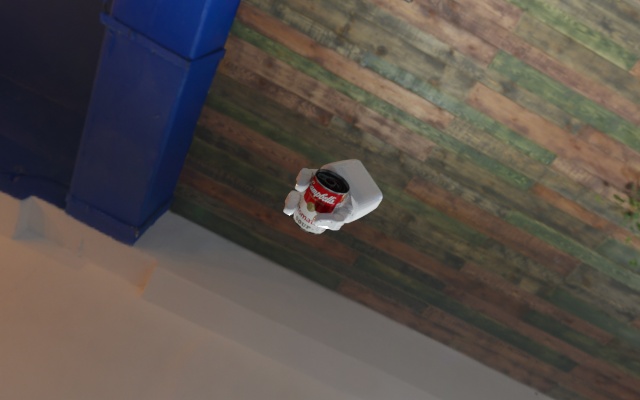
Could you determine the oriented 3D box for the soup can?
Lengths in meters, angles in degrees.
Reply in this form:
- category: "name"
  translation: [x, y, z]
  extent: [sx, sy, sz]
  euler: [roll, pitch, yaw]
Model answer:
- category: "soup can"
  translation: [0.000, 0.003, 0.868]
  extent: [0.068, 0.102, 0.068]
  euler: [21, 32, -14]
